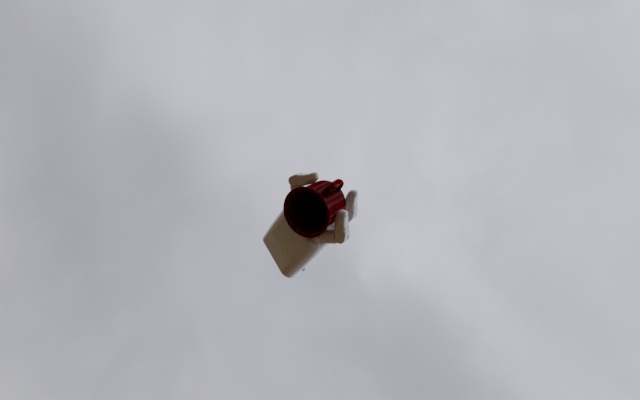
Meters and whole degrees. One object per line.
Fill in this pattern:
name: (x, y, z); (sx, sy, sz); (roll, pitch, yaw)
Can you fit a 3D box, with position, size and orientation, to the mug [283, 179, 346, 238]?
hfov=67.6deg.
mug: (0.001, 0.002, 0.851); (0.117, 0.093, 0.081); (-51, -12, 31)
